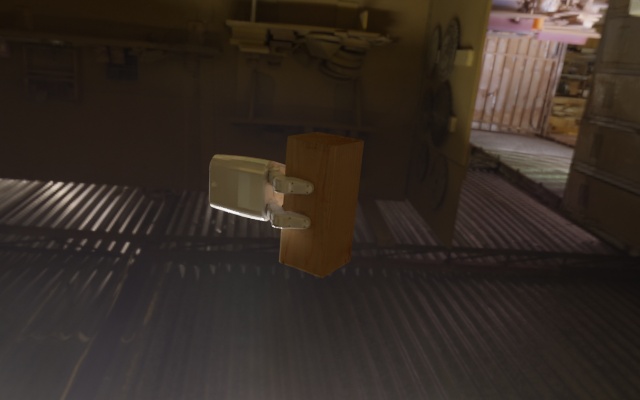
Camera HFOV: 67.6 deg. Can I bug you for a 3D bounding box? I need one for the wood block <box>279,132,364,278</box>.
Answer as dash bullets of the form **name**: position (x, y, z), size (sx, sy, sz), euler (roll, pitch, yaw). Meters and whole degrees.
- **wood block**: position (0.000, 0.002, 0.761), size (0.090, 0.206, 0.091), euler (15, 19, 29)
